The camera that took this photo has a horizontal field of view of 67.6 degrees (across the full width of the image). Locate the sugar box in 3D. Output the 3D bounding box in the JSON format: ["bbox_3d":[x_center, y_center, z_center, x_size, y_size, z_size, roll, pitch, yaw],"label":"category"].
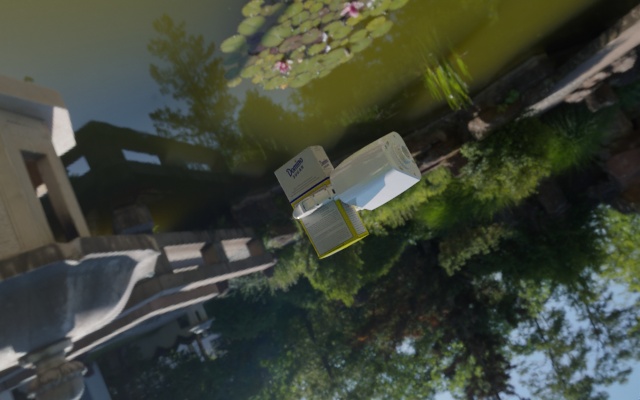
[{"bbox_3d":[0.001,0.003,0.823,0.093,0.176,0.048,-32,-11,32],"label":"sugar box"}]
